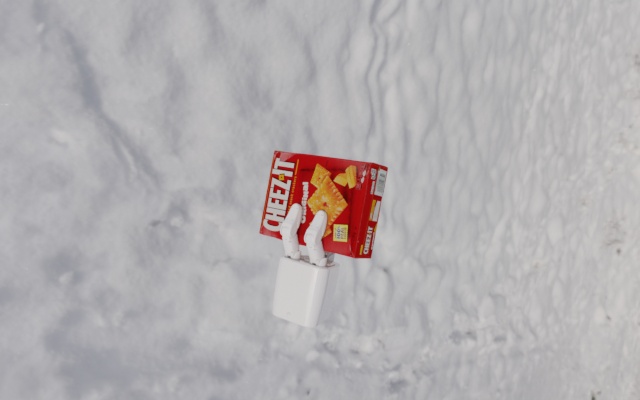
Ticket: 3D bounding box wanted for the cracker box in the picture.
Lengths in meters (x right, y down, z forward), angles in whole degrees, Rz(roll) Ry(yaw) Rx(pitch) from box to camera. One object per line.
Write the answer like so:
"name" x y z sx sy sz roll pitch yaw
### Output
"cracker box" 0.000 0.003 0.859 0.213 0.164 0.072 11 0 33
